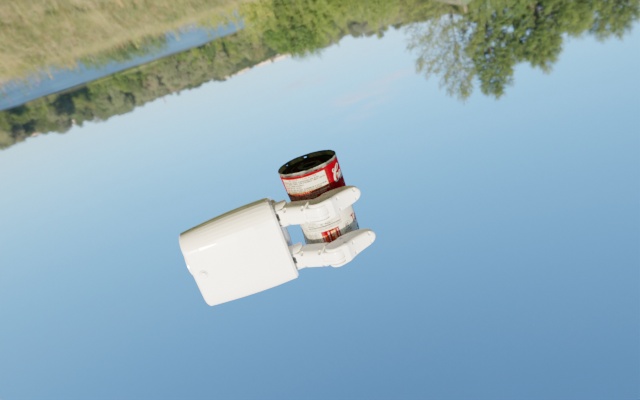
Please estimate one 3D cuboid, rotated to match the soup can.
[{"bbox_3d":[0.001,0.002,0.547,0.068,0.102,0.068,-17,20,6],"label":"soup can"}]
